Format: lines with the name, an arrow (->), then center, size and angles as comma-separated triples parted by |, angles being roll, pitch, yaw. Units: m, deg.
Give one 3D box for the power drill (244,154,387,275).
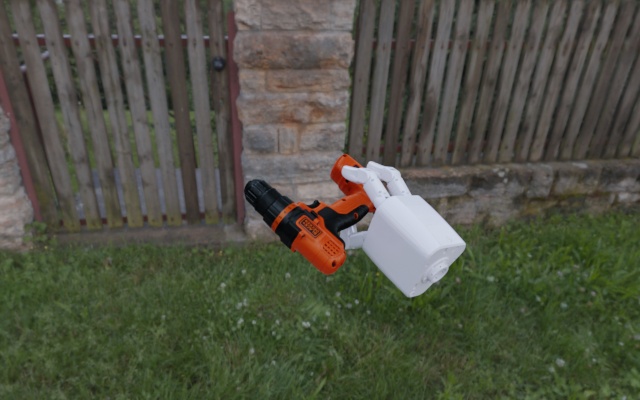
power drill -> 0.001, 0.002, 0.735 | 0.187, 0.184, 0.057 | -39, -13, -37
